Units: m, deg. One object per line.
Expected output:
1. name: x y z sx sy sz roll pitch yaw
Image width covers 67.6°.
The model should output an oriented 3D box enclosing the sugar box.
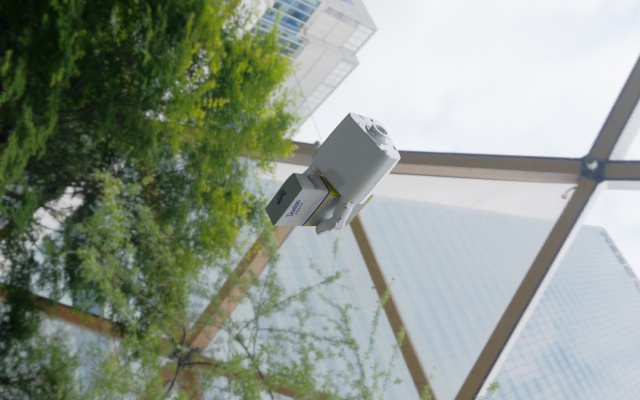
1. sugar box: 0.000 0.002 0.832 0.176 0.048 0.093 7 -47 -43
